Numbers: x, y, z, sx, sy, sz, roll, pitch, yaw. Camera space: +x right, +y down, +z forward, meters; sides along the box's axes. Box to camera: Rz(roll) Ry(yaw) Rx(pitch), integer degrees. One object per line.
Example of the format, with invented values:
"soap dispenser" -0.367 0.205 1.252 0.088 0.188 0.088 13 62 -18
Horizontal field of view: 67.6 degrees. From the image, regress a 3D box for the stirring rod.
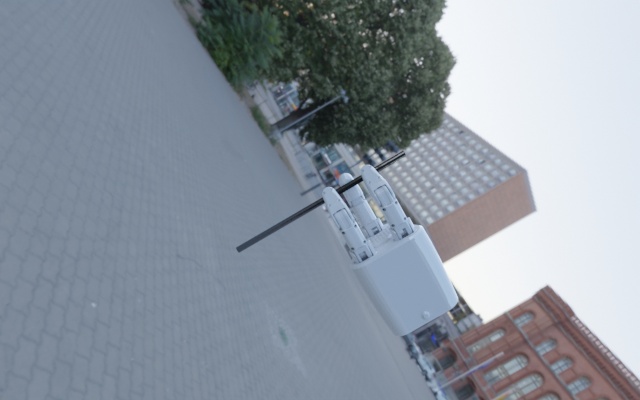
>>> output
"stirring rod" 0.000 0.002 0.596 0.239 0.011 0.011 -30 -1 2
